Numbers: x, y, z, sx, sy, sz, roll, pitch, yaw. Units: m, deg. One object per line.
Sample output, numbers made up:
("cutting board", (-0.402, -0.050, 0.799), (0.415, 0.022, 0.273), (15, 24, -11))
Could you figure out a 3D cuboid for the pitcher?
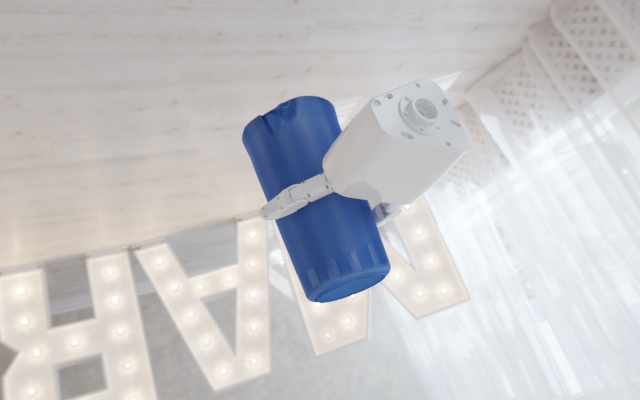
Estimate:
("pitcher", (0.000, 0.002, 0.616), (0.149, 0.242, 0.145), (-7, -25, -32))
